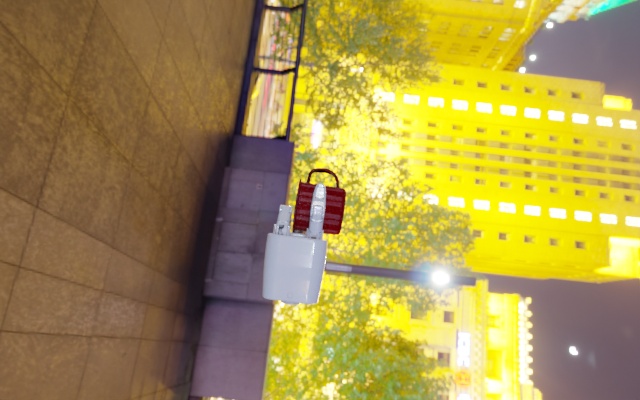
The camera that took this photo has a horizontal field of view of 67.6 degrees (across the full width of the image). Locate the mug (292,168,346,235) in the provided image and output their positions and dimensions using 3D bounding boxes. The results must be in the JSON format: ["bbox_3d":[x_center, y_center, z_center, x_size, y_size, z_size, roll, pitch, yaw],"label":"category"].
[{"bbox_3d":[0.001,0.001,0.819,0.081,0.117,0.093,8,-2,-1],"label":"mug"}]
